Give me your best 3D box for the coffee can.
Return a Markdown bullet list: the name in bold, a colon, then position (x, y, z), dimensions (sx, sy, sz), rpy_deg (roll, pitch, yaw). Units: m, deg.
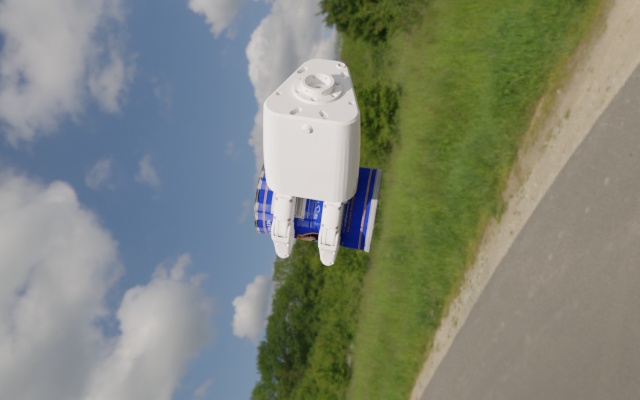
- **coffee can**: position (0.000, 0.002, 0.592), dimensions (0.140, 0.103, 0.103), rpy_deg (9, 1, 7)
